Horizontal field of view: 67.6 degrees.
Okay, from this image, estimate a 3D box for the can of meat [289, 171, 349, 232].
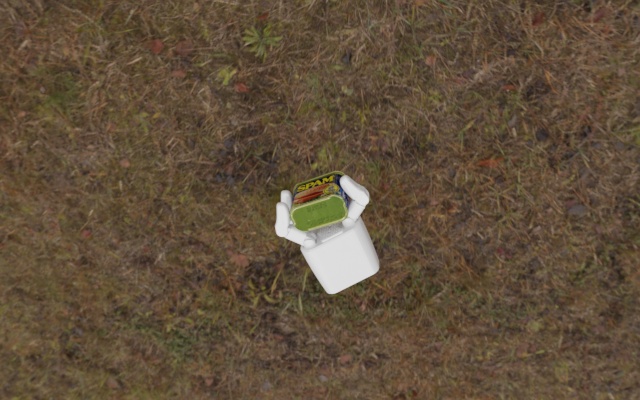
[{"bbox_3d":[0.000,0.003,0.811,0.102,0.057,0.084,-18,27,14],"label":"can of meat"}]
